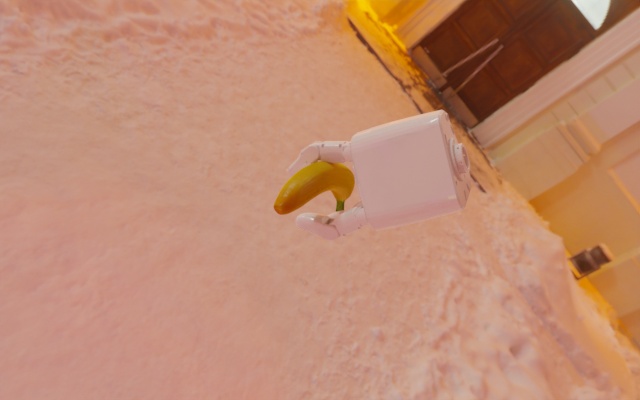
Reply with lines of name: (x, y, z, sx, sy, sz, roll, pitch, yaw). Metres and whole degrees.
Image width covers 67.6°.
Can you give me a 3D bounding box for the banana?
banana: (0.004, -0.016, 0.588, 0.037, 0.069, 0.198, 10, 3, 24)
